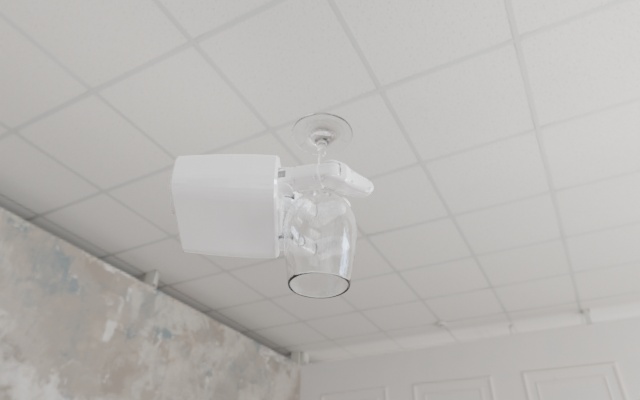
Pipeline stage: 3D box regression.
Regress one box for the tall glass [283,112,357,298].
[{"bbox_3d":[0.000,0.001,0.523,0.079,0.201,0.079,0,-35,0],"label":"tall glass"}]
